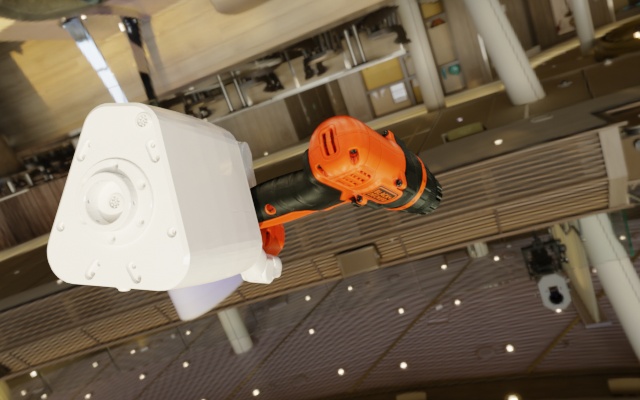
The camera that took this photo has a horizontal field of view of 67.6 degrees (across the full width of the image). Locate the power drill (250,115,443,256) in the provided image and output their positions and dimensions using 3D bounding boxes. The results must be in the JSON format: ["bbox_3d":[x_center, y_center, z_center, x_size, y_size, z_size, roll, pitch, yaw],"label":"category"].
[{"bbox_3d":[0.000,0.002,0.421,0.188,0.057,0.184,-24,-25,27],"label":"power drill"}]
